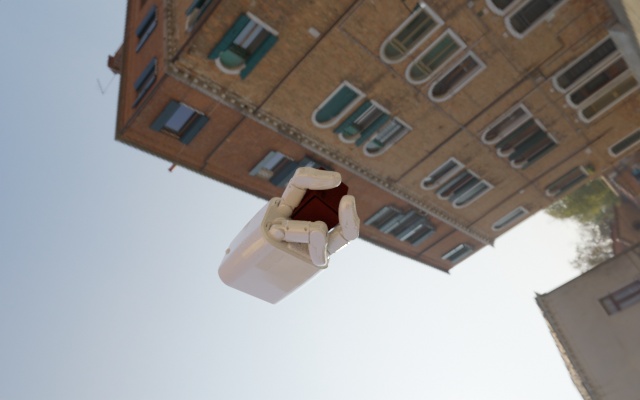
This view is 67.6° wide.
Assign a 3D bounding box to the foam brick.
[{"bbox_3d":[0.000,0.002,0.647,0.053,0.051,0.078,38,30,-15],"label":"foam brick"}]
